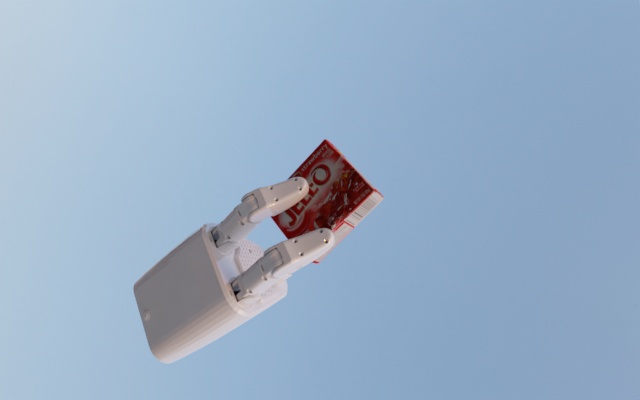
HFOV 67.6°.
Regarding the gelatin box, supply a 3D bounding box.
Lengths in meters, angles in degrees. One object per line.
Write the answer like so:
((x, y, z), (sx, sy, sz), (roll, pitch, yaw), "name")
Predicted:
((0.001, 0.001, 0.434), (0.073, 0.089, 0.030), (49, 10, 29), "gelatin box")
